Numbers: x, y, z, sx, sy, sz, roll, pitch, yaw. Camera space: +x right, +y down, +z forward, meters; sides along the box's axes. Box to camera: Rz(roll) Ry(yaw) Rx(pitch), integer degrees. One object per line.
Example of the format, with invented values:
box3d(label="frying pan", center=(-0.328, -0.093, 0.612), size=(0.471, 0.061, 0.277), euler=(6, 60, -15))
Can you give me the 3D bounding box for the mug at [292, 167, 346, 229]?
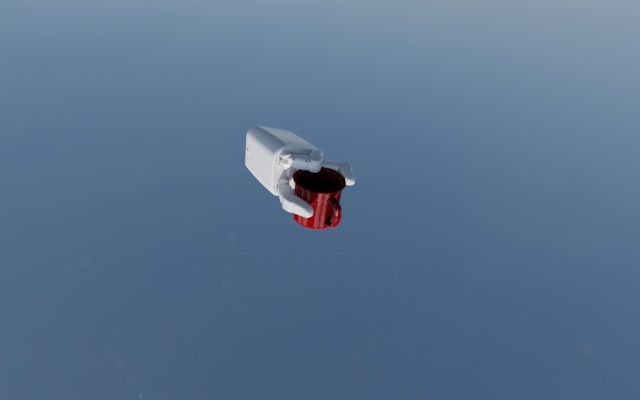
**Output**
box3d(label="mug", center=(0.001, 0.004, 0.834), size=(0.093, 0.081, 0.117), euler=(-15, 39, -32))
